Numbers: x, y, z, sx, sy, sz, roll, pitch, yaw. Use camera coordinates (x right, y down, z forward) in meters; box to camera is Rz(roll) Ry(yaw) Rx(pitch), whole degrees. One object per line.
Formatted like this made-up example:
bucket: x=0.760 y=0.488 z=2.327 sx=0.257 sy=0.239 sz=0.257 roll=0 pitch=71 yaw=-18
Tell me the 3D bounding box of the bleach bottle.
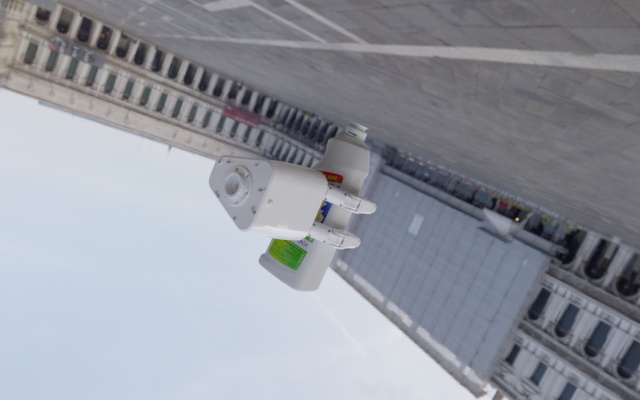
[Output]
bleach bottle: x=0.000 y=0.002 z=0.702 sx=0.102 sy=0.251 sz=0.068 roll=30 pitch=11 yaw=36
